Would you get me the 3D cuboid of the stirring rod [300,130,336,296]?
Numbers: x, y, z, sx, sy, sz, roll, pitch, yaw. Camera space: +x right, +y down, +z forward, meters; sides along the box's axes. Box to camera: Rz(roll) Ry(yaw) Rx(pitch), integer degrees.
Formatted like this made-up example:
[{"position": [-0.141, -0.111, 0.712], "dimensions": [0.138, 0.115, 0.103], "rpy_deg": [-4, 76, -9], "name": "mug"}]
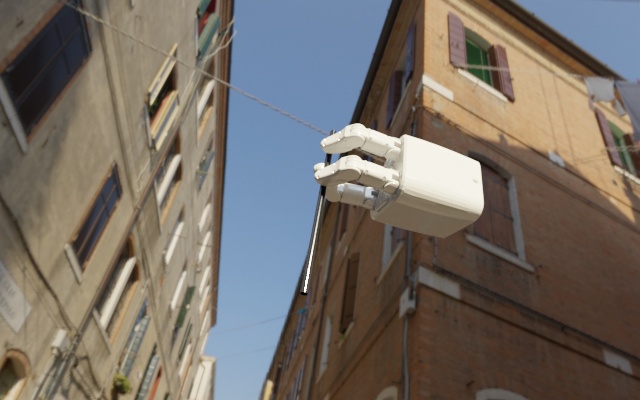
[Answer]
[{"position": [0.000, 0.002, 0.558], "dimensions": [0.011, 0.239, 0.011], "rpy_deg": [6, -39, 5], "name": "stirring rod"}]
